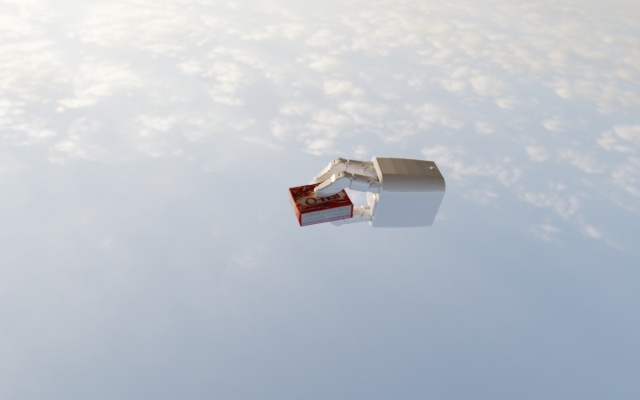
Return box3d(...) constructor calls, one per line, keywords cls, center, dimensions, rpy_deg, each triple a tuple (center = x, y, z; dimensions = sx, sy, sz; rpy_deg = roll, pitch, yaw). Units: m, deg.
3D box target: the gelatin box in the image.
box3d(cls="gelatin box", center=(0.000, 0.003, 0.763), dimensions=(0.089, 0.030, 0.073), rpy_deg=(-10, 38, -13))
